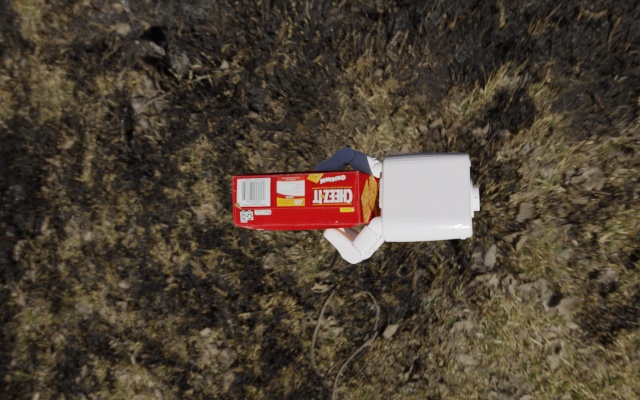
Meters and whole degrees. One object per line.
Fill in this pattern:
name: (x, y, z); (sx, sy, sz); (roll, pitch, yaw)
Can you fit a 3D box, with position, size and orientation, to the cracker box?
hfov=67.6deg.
cracker box: (0.000, 0.002, 0.662); (0.164, 0.072, 0.214); (-2, -2, 18)
